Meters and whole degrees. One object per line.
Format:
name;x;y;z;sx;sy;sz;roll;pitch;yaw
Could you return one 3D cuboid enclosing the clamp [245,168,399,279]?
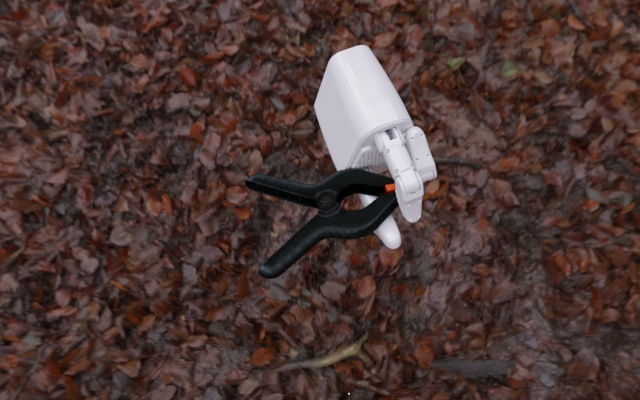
clamp;0.000;0.001;0.508;0.171;0.120;0.039;-20;-21;-5
